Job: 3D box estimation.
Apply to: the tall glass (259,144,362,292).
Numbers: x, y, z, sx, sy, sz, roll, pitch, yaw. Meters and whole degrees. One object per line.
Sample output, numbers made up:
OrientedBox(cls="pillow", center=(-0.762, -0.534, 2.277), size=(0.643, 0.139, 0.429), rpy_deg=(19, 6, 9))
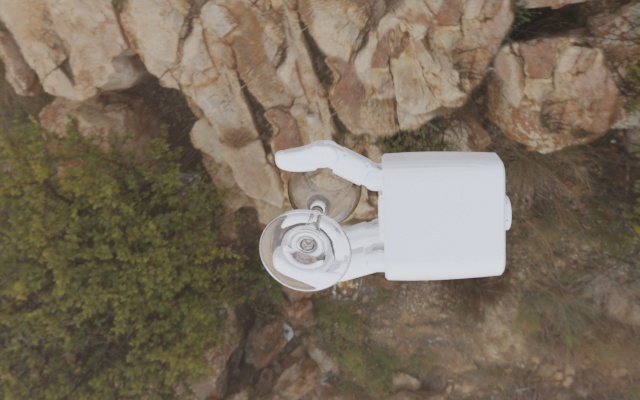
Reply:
OrientedBox(cls="tall glass", center=(0.000, 0.002, 0.468), size=(0.079, 0.079, 0.201), rpy_deg=(0, 24, 7))
